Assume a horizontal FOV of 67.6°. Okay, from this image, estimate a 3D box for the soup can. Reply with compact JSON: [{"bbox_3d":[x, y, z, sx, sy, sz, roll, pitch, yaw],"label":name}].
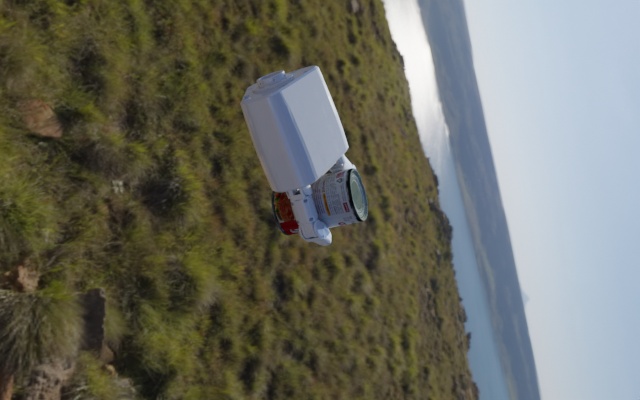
[{"bbox_3d":[0.000,0.002,0.591,0.102,0.068,0.068,-11,-4,20],"label":"soup can"}]
